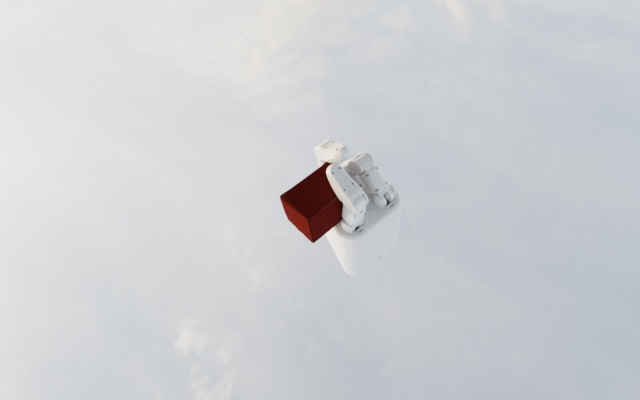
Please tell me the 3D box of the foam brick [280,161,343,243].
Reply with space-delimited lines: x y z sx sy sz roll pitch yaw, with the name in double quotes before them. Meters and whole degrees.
"foam brick" 0.000 0.002 0.573 0.078 0.051 0.053 -37 58 -19
